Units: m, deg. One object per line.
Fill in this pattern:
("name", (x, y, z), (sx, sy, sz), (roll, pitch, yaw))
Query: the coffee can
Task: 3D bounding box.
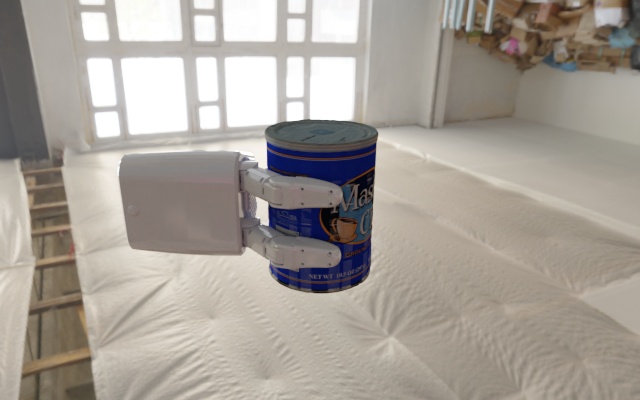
("coffee can", (0.000, 0.001, 0.455), (0.103, 0.140, 0.102), (1, 21, 0))
